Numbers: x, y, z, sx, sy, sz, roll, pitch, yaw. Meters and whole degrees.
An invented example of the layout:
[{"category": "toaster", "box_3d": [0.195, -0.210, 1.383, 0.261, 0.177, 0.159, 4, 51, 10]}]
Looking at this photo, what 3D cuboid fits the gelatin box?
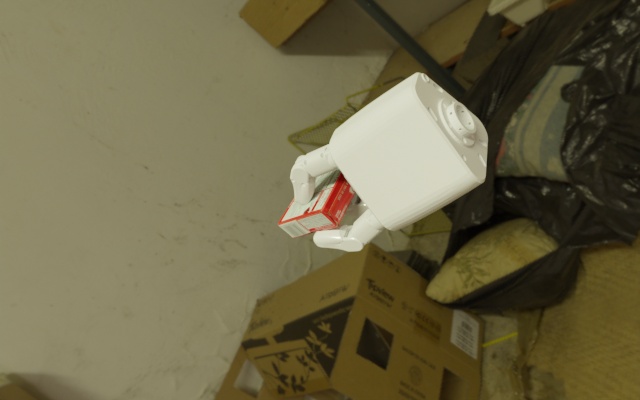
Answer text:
[{"category": "gelatin box", "box_3d": [0.000, 0.002, 0.549, 0.030, 0.073, 0.089, 44, -35, -21]}]
